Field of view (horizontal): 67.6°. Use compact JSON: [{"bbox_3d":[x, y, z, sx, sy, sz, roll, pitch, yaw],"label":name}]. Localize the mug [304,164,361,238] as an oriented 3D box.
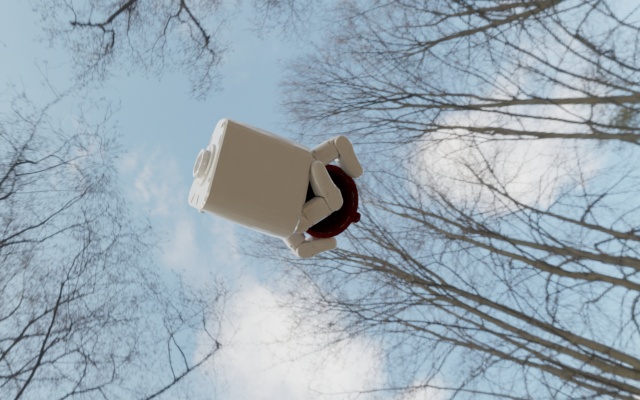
[{"bbox_3d":[0.001,0.002,0.634,0.117,0.093,0.081,22,-5,-26],"label":"mug"}]
